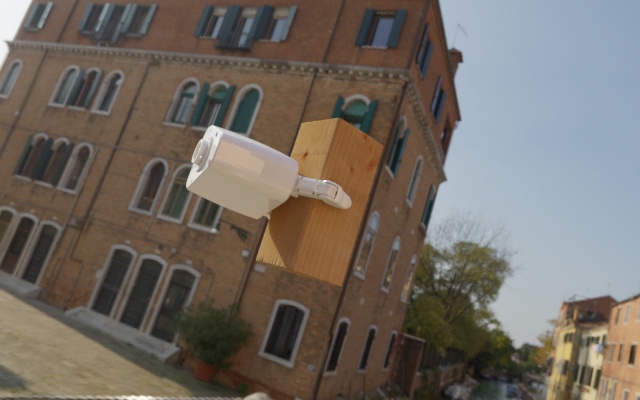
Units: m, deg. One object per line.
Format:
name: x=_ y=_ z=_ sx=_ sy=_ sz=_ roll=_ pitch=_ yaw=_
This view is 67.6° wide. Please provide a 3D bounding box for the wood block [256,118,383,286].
wood block: x=0.000 y=0.002 z=0.658 sx=0.090 sy=0.206 sz=0.091 roll=26 pitch=-13 yaw=-37
